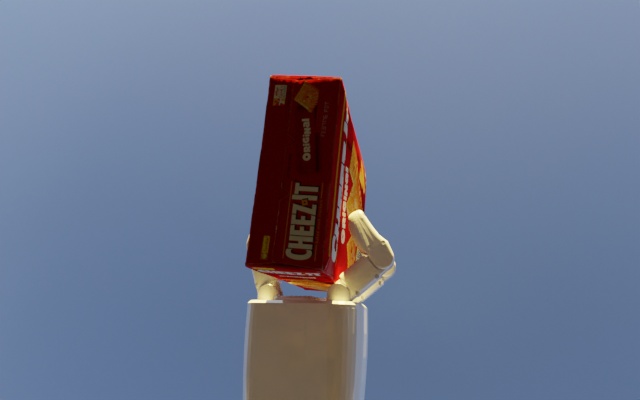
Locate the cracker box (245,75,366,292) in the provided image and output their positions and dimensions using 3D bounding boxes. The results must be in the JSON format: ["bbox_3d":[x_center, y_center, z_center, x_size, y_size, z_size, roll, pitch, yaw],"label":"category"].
[{"bbox_3d":[0.000,0.002,0.474,0.072,0.164,0.214,2,-15,11],"label":"cracker box"}]
